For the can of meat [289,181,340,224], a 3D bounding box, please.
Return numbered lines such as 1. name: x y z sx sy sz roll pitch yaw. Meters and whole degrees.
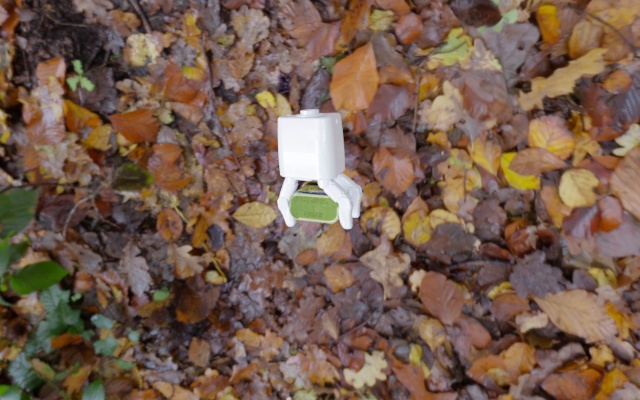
1. can of meat: 0.000 0.003 0.886 0.102 0.057 0.084 5 17 17
